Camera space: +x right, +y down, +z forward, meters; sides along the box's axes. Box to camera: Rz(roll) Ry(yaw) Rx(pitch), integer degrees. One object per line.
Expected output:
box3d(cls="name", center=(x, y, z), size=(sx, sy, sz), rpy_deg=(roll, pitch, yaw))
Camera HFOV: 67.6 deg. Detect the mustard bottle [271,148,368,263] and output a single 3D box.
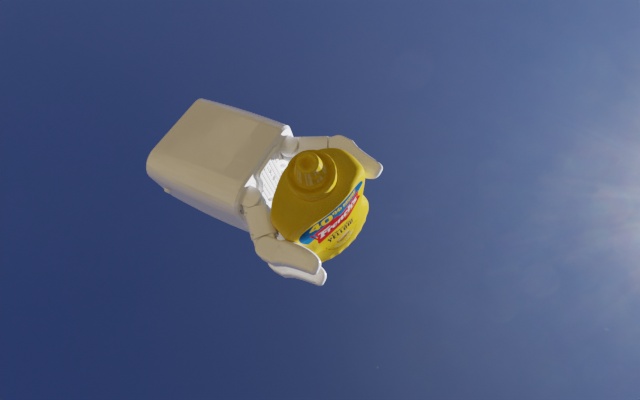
box3d(cls="mustard bottle", center=(0.000, 0.002, 0.448), size=(0.096, 0.058, 0.192), rpy_deg=(-41, -19, -8))
